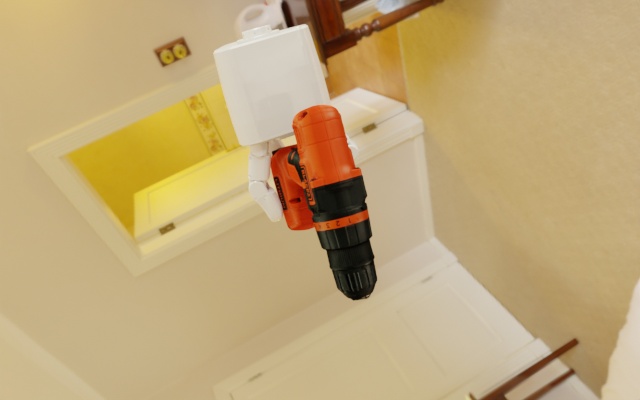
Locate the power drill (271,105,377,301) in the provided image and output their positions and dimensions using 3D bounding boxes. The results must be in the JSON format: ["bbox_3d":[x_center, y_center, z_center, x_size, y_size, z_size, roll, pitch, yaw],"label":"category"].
[{"bbox_3d":[0.000,0.001,0.508,0.057,0.184,0.187,-14,5,-15],"label":"power drill"}]
